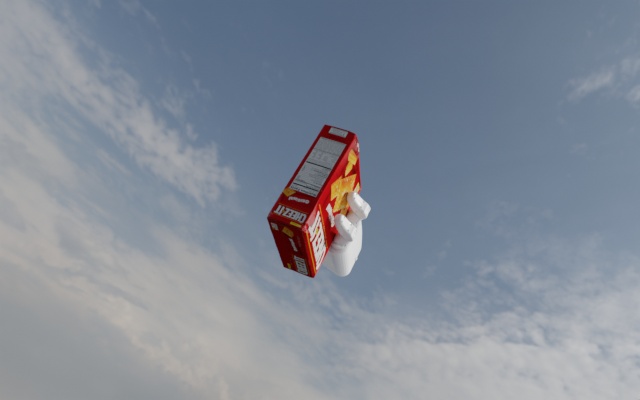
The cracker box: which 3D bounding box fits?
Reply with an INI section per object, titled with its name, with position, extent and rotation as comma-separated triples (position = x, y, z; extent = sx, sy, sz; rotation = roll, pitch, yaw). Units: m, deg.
[cracker box]
position = 0.000, 0.003, 0.832
extent = 0.072, 0.213, 0.164
rotation = 18, -31, 19
